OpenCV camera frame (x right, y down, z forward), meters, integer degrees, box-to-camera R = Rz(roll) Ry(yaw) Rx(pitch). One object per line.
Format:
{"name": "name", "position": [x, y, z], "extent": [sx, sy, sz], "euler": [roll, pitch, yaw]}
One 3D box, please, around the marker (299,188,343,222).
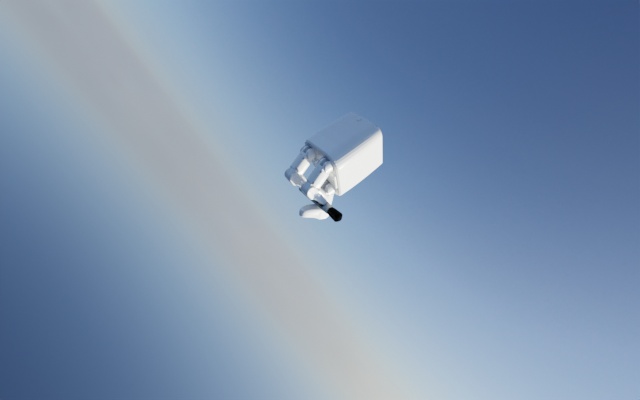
{"name": "marker", "position": [0.000, 0.003, 0.853], "extent": [0.020, 0.020, 0.121], "euler": [0, 28, -39]}
